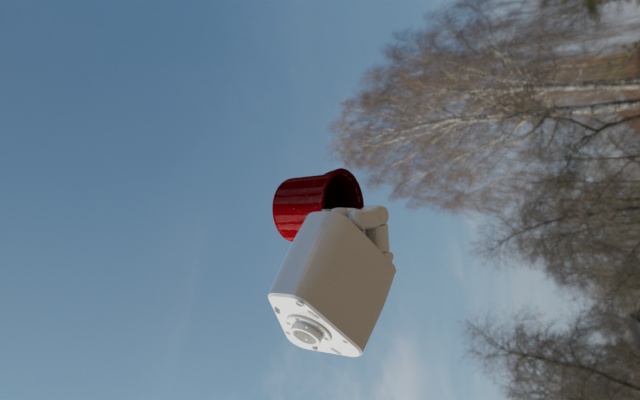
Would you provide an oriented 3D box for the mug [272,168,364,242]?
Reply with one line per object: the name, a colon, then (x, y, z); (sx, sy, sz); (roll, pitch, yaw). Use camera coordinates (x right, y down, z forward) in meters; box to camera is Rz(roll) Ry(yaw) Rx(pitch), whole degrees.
mug: (0.000, 0.001, 0.592); (0.081, 0.117, 0.093); (-4, -47, 35)
